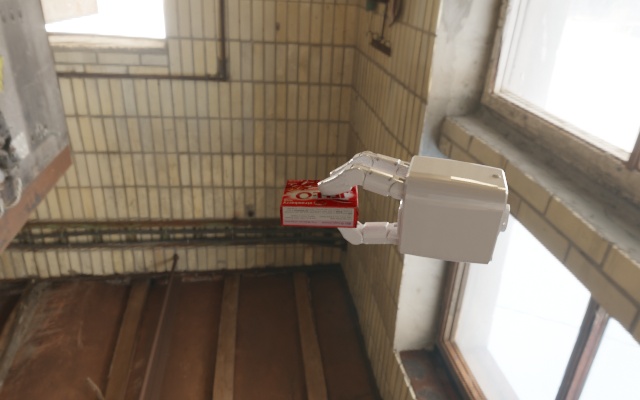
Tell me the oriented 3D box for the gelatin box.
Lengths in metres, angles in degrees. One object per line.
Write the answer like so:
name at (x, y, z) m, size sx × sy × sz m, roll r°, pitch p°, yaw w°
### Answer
gelatin box at (0.000, 0.002, 0.567) m, size 0.089 × 0.030 × 0.073 m, roll 1°, pitch 26°, yaw 2°
